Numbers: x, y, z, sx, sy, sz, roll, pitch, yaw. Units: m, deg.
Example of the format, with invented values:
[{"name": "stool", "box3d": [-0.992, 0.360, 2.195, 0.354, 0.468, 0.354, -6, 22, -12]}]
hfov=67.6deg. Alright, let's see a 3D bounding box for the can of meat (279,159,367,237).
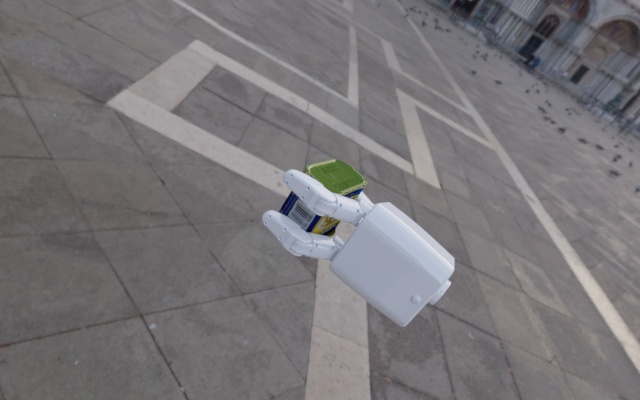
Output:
[{"name": "can of meat", "box3d": [0.000, 0.002, 0.560, 0.057, 0.084, 0.102, 42, 28, 15]}]
